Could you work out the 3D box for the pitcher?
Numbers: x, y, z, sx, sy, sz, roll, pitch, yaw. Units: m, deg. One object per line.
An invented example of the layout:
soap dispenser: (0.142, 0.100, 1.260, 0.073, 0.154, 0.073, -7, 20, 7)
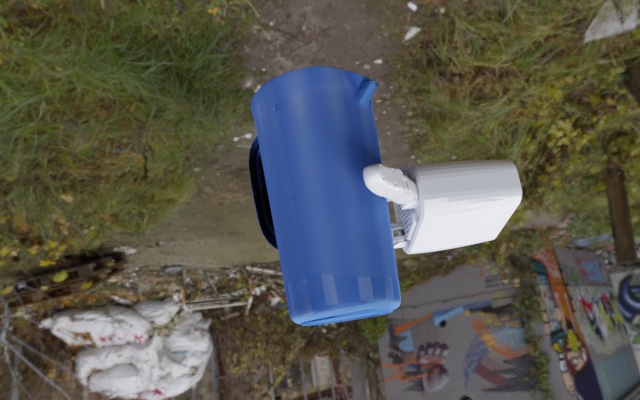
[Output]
pitcher: (0.000, 0.002, 0.497, 0.145, 0.242, 0.149, -7, -17, -5)
